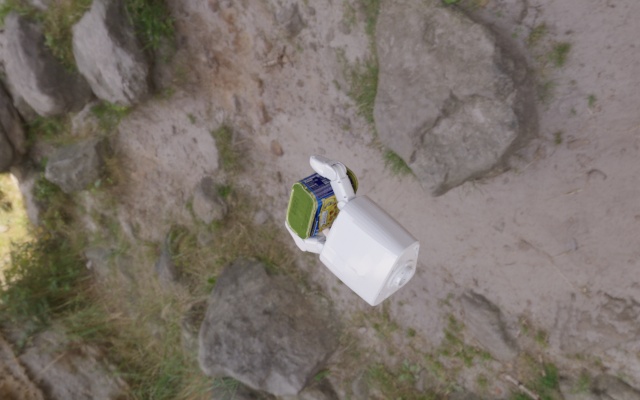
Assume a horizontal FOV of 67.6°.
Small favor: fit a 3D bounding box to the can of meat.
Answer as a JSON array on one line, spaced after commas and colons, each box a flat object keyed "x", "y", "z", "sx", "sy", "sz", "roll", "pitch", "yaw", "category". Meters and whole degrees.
[{"x": 0.000, "y": 0.002, "z": 0.709, "sx": 0.084, "sy": 0.102, "sz": 0.057, "roll": -27, "pitch": 58, "yaw": -35, "category": "can of meat"}]
